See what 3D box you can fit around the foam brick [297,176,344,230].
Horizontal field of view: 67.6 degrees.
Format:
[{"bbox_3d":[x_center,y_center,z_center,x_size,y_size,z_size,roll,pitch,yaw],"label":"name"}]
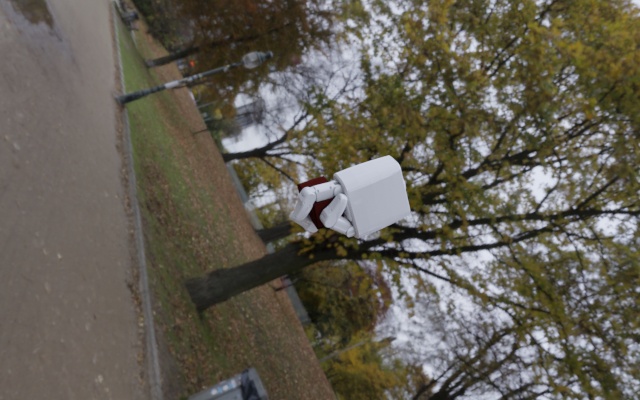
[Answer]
[{"bbox_3d":[0.000,0.003,0.829,0.051,0.053,0.078,-21,38,-12],"label":"foam brick"}]
